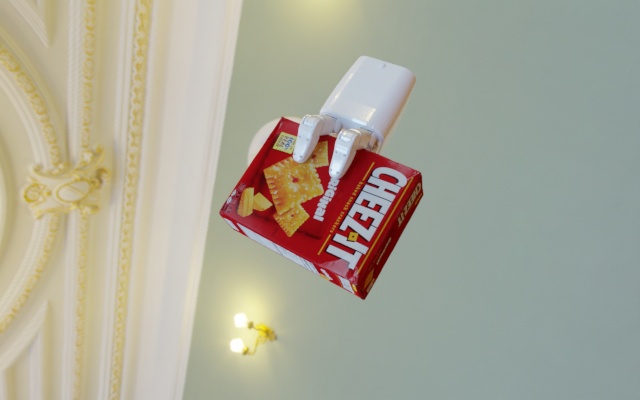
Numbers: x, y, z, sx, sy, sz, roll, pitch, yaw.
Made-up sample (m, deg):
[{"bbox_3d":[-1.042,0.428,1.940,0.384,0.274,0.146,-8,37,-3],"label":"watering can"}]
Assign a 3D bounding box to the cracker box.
[{"bbox_3d":[0.000,0.002,0.619,0.213,0.164,0.072,25,-17,24],"label":"cracker box"}]
